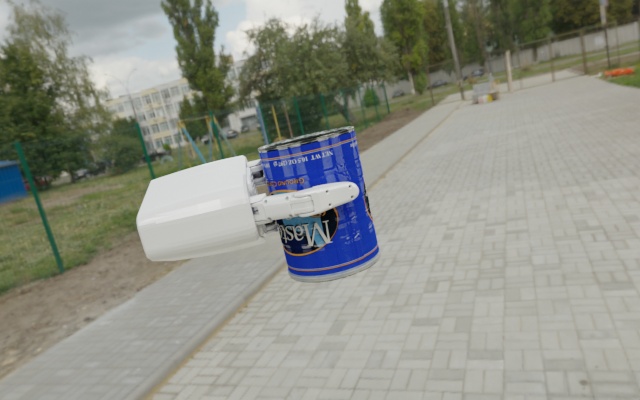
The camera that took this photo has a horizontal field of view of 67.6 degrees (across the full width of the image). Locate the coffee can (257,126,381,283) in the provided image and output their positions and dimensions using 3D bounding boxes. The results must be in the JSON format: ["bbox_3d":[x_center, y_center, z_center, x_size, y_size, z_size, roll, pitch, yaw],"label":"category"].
[{"bbox_3d":[0.000,0.002,0.505,0.103,0.140,0.103,-12,11,2],"label":"coffee can"}]
